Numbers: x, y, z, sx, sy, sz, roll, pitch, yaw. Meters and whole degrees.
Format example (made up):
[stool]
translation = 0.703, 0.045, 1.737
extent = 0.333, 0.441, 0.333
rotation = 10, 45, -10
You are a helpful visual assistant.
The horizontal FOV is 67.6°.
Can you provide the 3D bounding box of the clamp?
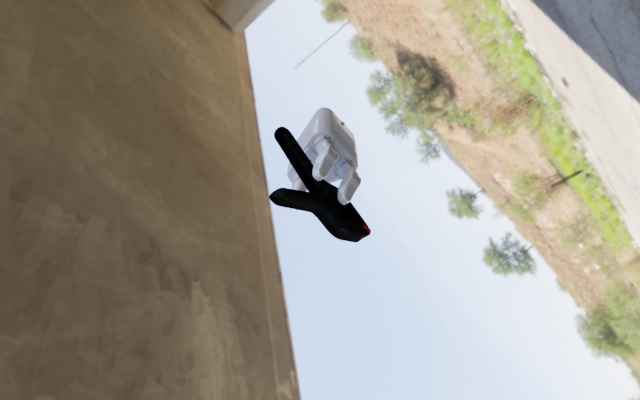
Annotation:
[clamp]
translation = 0.000, 0.003, 0.694
extent = 0.036, 0.210, 0.164
rotation = -34, 27, 24
